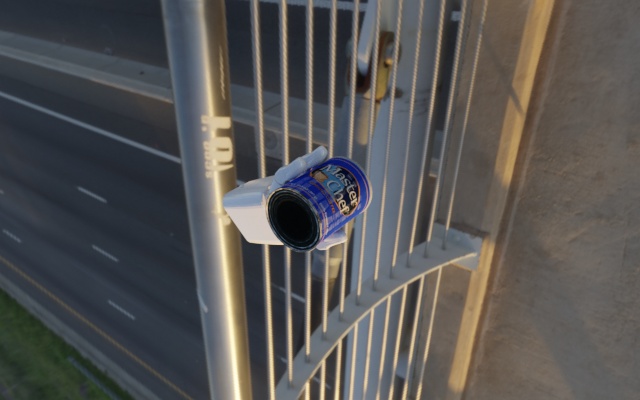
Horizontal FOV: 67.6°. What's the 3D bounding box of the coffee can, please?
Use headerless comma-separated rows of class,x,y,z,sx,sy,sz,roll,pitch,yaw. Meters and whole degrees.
coffee can,0.000,0.002,0.732,0.103,0.103,0.140,0,22,39
